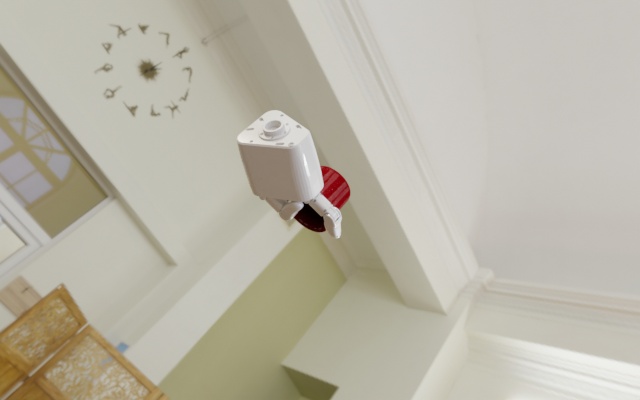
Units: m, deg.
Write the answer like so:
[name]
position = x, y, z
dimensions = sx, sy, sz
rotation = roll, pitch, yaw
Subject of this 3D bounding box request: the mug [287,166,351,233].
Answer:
[mug]
position = 0.001, 0.004, 0.832
dimensions = 0.093, 0.117, 0.081
rotation = 22, 54, 31
